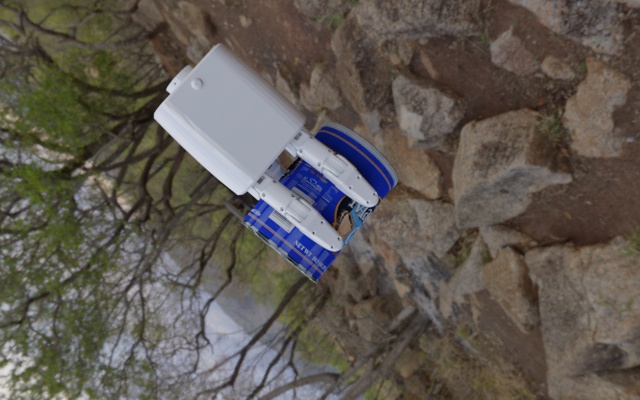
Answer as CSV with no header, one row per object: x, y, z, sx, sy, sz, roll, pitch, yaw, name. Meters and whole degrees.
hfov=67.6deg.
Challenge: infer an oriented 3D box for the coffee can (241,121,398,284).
0.000,0.002,0.510,0.103,0.140,0.103,38,-9,7,coffee can
